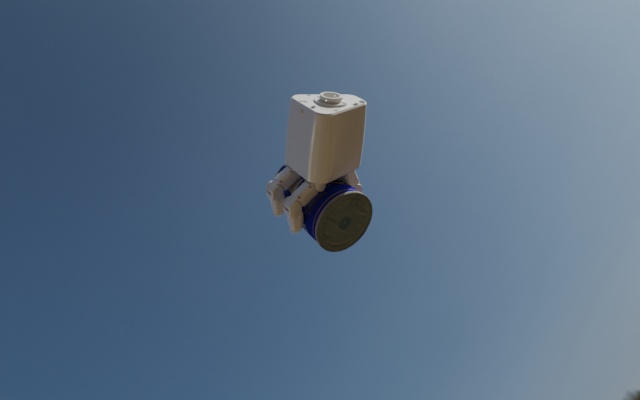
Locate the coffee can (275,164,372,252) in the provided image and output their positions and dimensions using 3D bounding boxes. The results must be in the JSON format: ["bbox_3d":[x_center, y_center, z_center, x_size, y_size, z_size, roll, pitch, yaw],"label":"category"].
[{"bbox_3d":[0.000,0.003,0.763,0.103,0.103,0.140,0,27,-38],"label":"coffee can"}]
